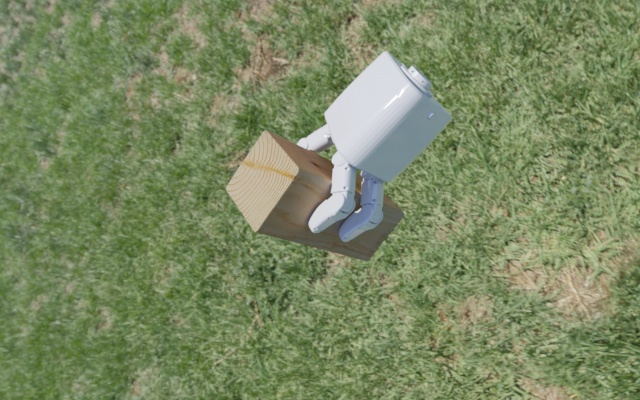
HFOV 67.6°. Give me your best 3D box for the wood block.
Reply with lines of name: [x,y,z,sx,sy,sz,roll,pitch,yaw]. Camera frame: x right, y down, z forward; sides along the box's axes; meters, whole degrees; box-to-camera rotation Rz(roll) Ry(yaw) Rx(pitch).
wood block: [0.000,0.001,0.605,0.206,0.090,0.090,21,21,-45]
